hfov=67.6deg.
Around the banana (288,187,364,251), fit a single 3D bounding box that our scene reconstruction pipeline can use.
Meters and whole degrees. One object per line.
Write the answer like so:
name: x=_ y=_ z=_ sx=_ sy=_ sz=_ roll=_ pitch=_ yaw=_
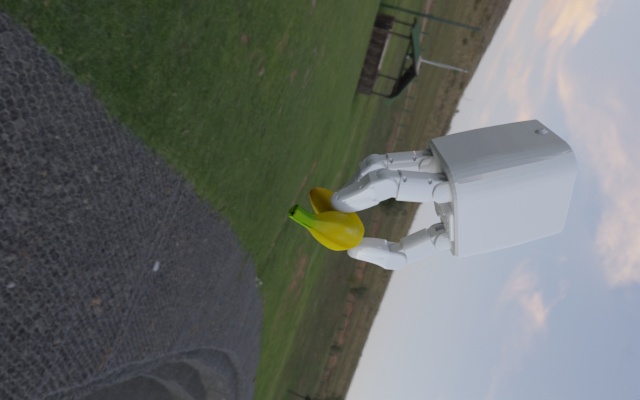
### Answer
banana: x=0.013 y=0.015 z=0.478 sx=0.037 sy=0.069 sz=0.198 roll=-43 pitch=1 yaw=5
